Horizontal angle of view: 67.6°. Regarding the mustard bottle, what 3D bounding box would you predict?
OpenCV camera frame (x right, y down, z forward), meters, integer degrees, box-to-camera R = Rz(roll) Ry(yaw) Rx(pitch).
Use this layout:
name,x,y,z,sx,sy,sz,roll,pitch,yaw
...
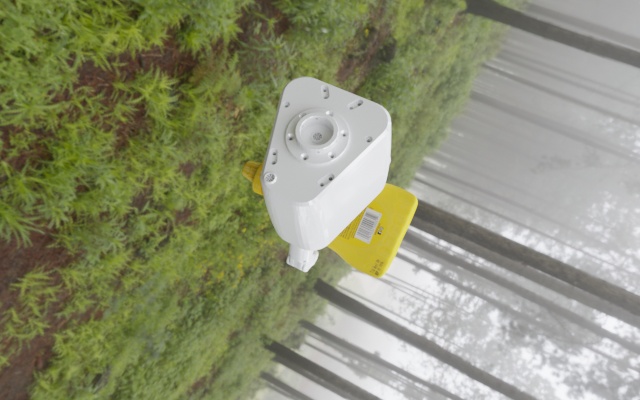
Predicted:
name,x,y,z,sx,sy,sz,roll,pitch,yaw
mustard bottle,0.000,0.002,0.519,0.191,0.096,0.058,24,5,13
